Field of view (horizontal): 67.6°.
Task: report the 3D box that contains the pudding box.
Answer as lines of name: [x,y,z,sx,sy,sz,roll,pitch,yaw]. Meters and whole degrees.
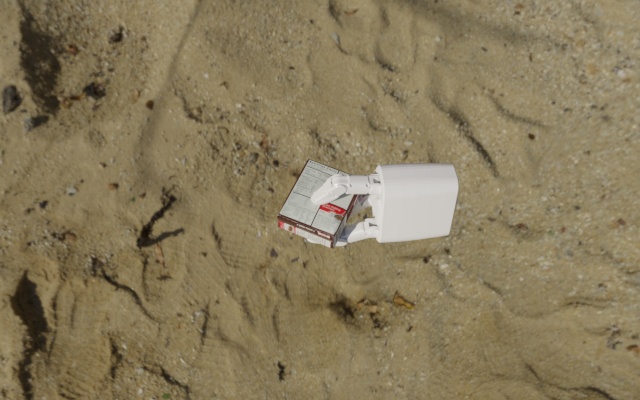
pudding box: [0.000,0.002,0.694,0.090,0.113,0.039,21,-32,11]
